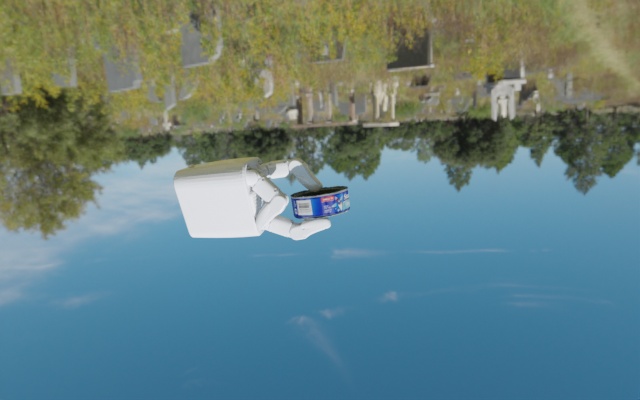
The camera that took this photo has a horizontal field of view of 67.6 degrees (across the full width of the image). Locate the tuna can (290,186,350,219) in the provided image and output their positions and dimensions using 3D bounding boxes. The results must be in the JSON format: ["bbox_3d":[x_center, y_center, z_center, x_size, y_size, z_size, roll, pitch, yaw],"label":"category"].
[{"bbox_3d":[0.000,0.003,0.703,0.086,0.034,0.086,-8,8,1],"label":"tuna can"}]
